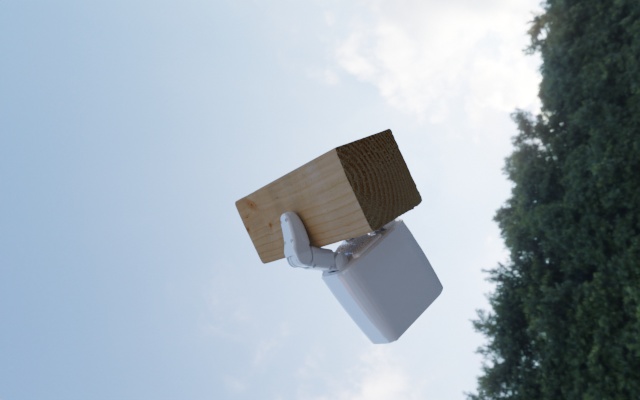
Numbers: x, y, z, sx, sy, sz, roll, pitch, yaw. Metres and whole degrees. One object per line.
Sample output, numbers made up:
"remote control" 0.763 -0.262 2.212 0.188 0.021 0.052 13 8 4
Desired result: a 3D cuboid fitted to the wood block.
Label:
"wood block" 0.000 0.002 0.555 0.091 0.090 0.206 -25 1 -41
